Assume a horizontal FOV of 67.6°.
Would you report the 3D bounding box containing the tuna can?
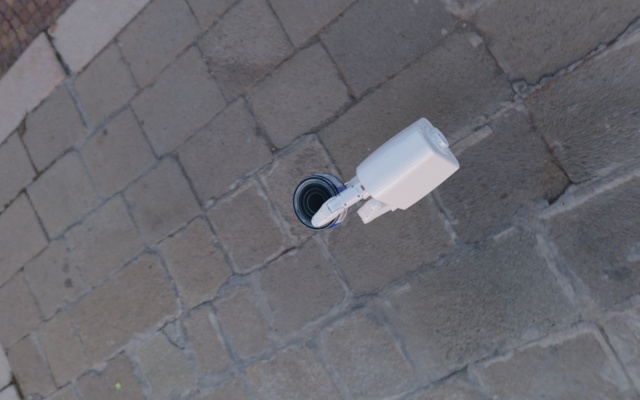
[{"bbox_3d":[0.000,0.002,0.727,0.086,0.086,0.034,0,8,30],"label":"tuna can"}]
